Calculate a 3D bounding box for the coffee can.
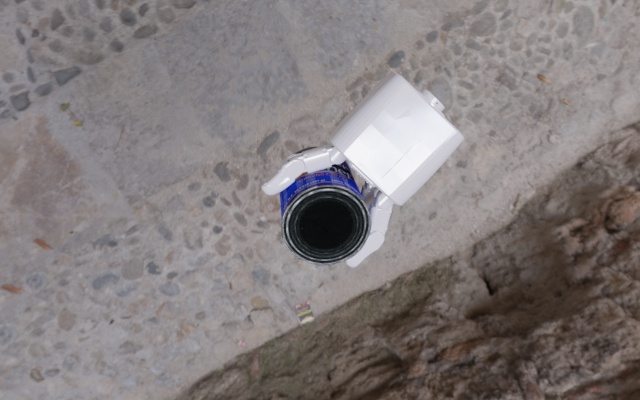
[{"bbox_3d":[0.000,0.002,0.598,0.103,0.103,0.140,0,24,-6],"label":"coffee can"}]
